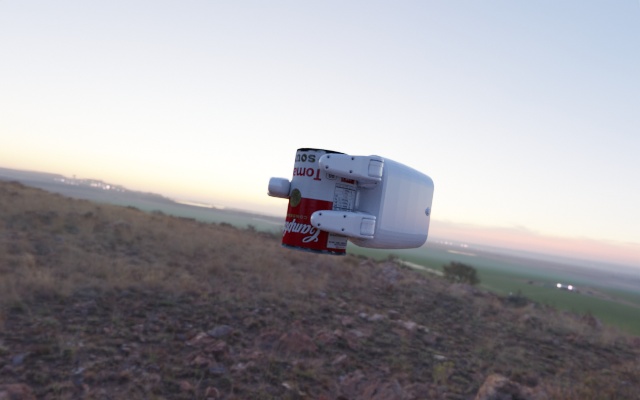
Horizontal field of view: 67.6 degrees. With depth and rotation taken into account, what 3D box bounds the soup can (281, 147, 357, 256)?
[{"bbox_3d":[0.000,0.001,0.494,0.068,0.102,0.068,8,-2,0],"label":"soup can"}]
